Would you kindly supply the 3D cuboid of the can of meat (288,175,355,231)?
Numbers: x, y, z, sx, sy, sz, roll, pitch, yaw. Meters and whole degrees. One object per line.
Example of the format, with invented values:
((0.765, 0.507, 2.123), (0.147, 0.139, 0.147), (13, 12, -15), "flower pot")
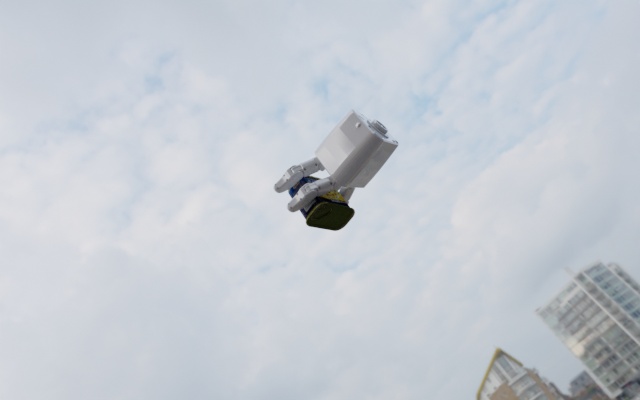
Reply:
((0.000, 0.003, 0.868), (0.102, 0.057, 0.084), (13, 33, -46), "can of meat")
